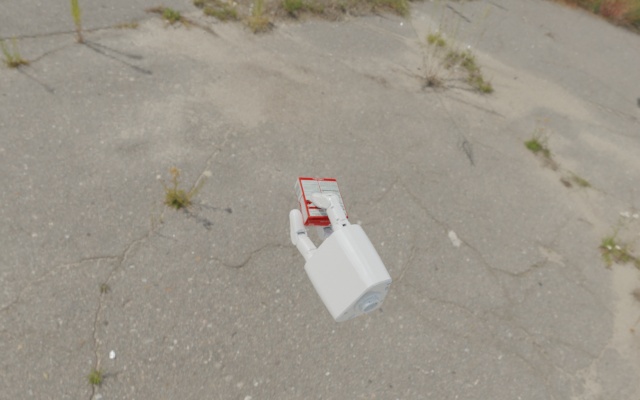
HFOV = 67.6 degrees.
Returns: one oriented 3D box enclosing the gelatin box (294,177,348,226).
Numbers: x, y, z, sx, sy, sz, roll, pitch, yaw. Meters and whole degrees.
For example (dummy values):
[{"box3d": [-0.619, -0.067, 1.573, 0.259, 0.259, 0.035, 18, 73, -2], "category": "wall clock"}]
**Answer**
[{"box3d": [0.000, 0.002, 0.825, 0.073, 0.089, 0.030, 1, -37, -23], "category": "gelatin box"}]
